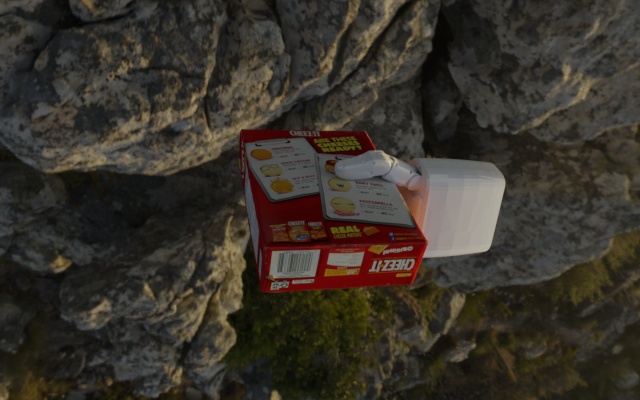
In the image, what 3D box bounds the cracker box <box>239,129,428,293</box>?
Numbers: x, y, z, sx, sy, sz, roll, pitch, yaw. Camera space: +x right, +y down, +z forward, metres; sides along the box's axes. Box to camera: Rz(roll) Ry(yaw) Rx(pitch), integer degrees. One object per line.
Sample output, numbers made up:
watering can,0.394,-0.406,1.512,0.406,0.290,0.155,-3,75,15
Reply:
cracker box,0.000,0.002,0.538,0.164,0.072,0.213,-1,38,-16
